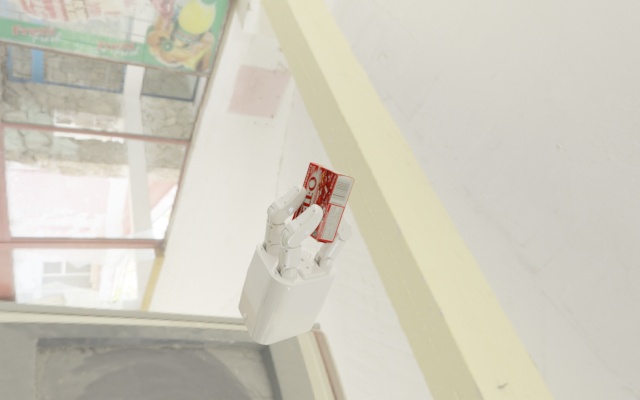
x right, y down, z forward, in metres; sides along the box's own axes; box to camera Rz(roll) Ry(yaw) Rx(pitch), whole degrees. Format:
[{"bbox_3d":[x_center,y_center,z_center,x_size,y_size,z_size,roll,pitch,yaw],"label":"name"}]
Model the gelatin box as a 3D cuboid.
[{"bbox_3d":[0.001,0.002,0.616,0.030,0.089,0.073,14,8,-33],"label":"gelatin box"}]
